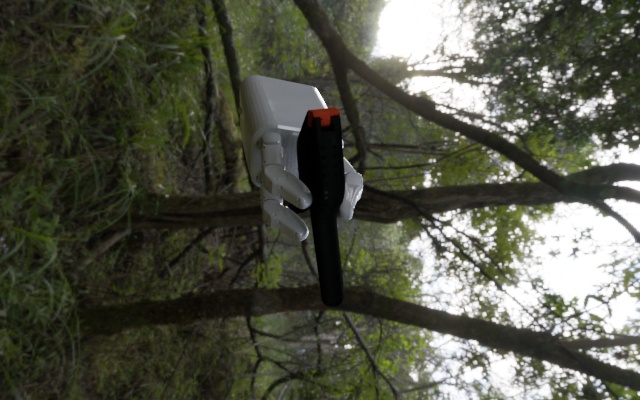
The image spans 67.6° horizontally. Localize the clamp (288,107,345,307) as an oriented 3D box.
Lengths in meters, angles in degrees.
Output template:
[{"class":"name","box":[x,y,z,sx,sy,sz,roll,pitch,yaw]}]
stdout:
[{"class":"clamp","box":[0.001,0.001,0.505,0.036,0.164,0.210,-10,-39,-17]}]
